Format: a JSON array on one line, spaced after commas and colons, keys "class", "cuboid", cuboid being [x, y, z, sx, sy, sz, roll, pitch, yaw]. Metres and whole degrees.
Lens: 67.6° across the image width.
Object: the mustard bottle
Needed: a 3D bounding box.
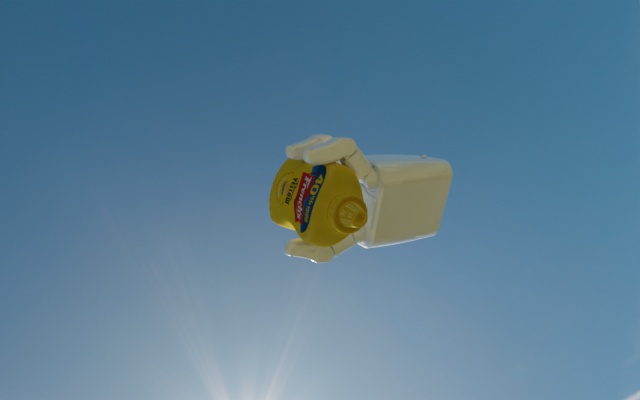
[{"class": "mustard bottle", "cuboid": [0.000, 0.002, 0.551, 0.058, 0.096, 0.191, 20, 1, -27]}]
